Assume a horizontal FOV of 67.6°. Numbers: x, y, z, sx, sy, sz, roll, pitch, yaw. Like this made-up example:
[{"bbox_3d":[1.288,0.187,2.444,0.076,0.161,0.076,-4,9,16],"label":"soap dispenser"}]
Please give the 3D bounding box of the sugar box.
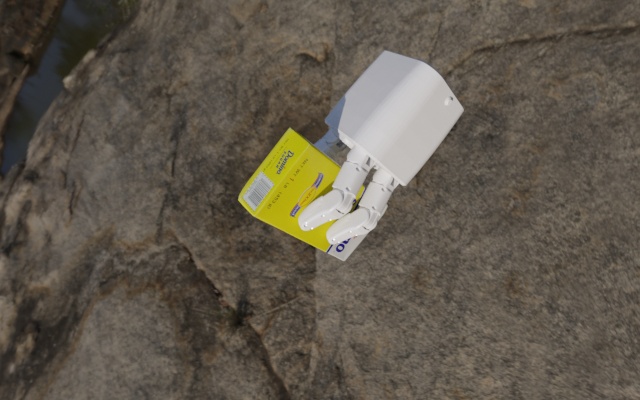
[{"bbox_3d":[0.000,0.002,0.537,0.176,0.093,0.048,32,9,-47],"label":"sugar box"}]
